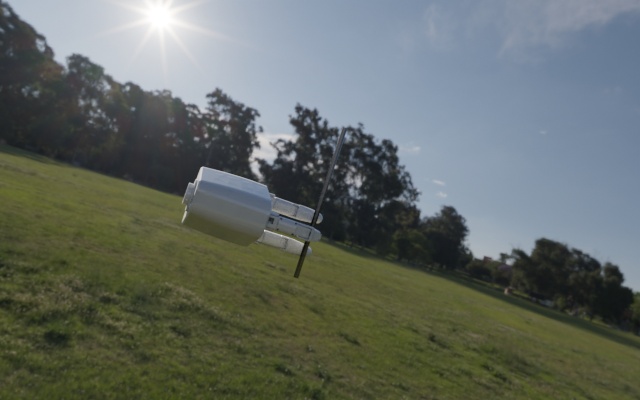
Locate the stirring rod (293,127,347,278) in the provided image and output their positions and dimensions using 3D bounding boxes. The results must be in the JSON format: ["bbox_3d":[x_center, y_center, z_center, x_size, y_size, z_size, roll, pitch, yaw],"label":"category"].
[{"bbox_3d":[0.000,0.002,0.728,0.011,0.239,0.011,18,-4,1],"label":"stirring rod"}]
